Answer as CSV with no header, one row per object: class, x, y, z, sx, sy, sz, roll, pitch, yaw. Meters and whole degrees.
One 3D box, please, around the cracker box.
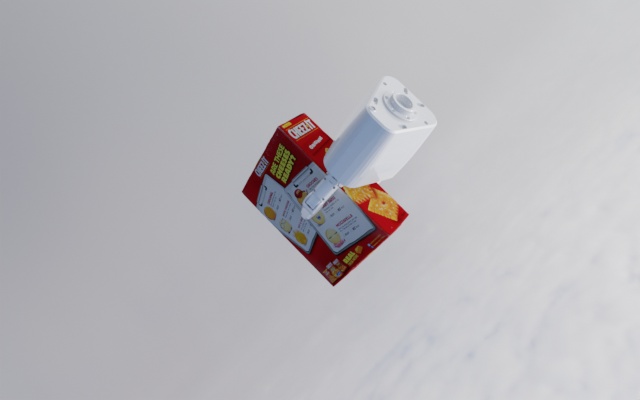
cracker box,0.000,0.003,0.716,0.072,0.213,0.164,-38,-9,-44
